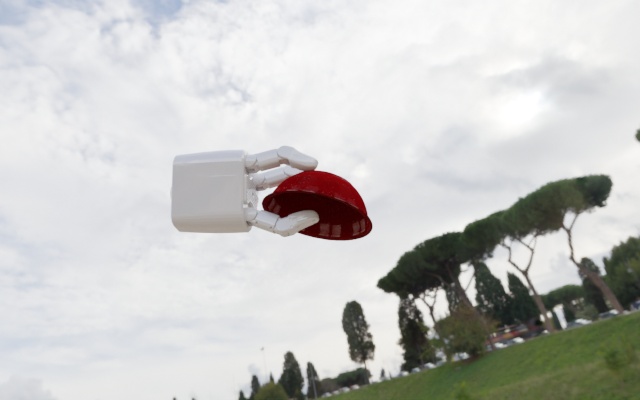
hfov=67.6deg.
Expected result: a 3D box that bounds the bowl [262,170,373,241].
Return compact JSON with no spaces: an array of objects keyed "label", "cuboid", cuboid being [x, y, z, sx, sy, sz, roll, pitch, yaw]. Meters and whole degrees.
[{"label":"bowl","cuboid":[0.002,0.002,0.691,0.162,0.055,0.162,11,-25,5]}]
